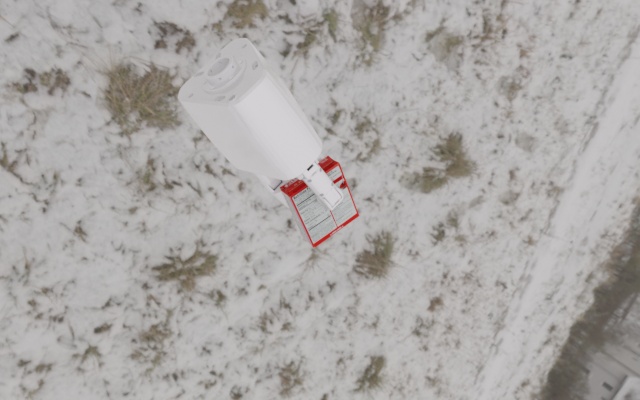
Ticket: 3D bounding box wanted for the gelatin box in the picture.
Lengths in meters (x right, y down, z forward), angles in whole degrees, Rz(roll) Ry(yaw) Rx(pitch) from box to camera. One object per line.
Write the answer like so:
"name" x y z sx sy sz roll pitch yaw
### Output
"gelatin box" 0.000 0.002 0.578 0.073 0.089 0.030 -35 37 -16
